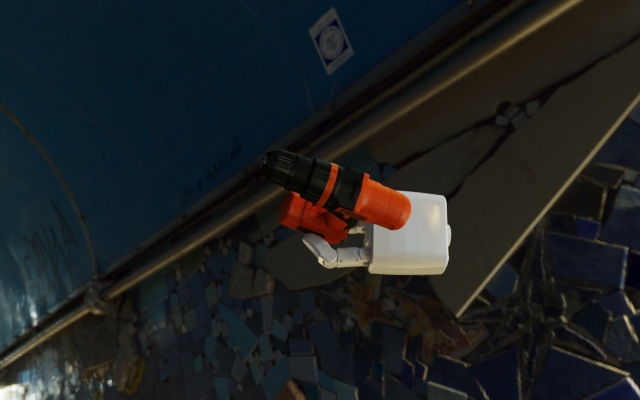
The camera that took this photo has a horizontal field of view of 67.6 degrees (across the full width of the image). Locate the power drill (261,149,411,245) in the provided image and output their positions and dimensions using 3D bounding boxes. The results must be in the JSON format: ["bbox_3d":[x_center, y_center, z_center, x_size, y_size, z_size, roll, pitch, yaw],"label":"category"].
[{"bbox_3d":[0.000,0.002,0.616,0.184,0.057,0.188,22,-16,-10],"label":"power drill"}]
